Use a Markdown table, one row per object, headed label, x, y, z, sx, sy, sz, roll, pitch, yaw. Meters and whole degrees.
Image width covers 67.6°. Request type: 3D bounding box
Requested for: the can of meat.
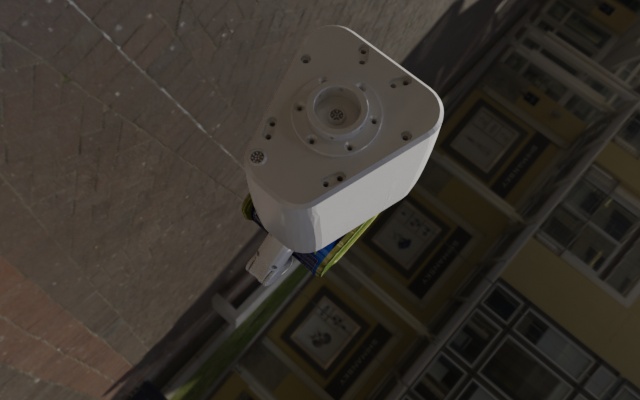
| label | x | y | z | sx | sy | sz | roll | pitch | yaw |
| --- | --- | --- | --- | --- | --- | --- | --- | --- | --- |
| can of meat | 0.000 | 0.002 | 0.400 | 0.084 | 0.102 | 0.057 | 40 | -15 | 11 |
